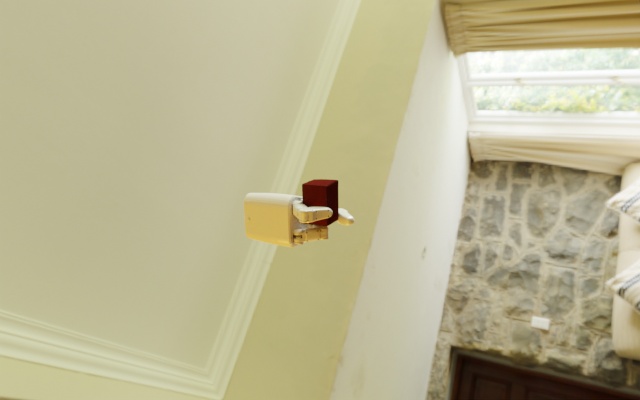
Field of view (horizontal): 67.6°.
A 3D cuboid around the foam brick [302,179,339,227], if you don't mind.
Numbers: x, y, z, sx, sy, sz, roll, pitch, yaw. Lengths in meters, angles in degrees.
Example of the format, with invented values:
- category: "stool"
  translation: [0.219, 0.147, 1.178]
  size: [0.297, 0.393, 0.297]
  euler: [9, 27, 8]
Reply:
- category: "foam brick"
  translation: [0.000, 0.003, 0.882]
  size: [0.051, 0.078, 0.053]
  euler: [7, 16, 27]
